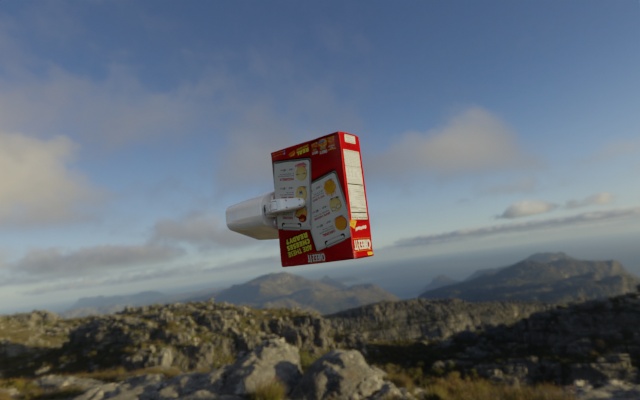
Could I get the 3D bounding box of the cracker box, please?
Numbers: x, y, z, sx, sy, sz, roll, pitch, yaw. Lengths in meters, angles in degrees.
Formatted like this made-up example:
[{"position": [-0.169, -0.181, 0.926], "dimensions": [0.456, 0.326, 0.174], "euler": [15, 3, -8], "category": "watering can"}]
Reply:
[{"position": [0.000, 0.003, 0.846], "dimensions": [0.164, 0.213, 0.072], "euler": [-12, -9, 38], "category": "cracker box"}]
